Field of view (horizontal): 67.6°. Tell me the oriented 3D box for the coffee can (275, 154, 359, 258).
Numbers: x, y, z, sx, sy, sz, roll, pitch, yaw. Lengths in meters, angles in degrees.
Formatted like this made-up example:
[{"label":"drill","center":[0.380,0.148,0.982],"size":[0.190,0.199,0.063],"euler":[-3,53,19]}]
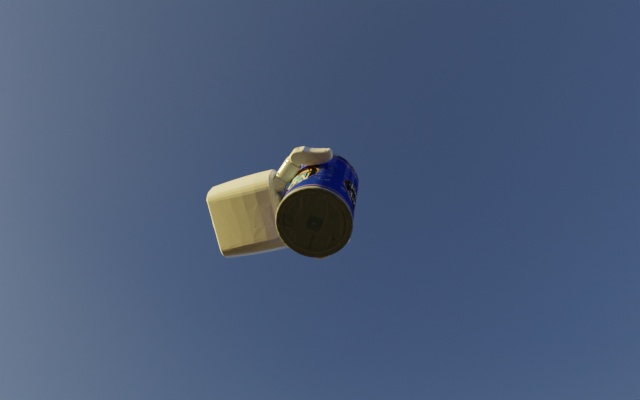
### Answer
[{"label":"coffee can","center":[0.000,0.002,0.684],"size":[0.103,0.103,0.140],"euler":[0,24,8]}]
